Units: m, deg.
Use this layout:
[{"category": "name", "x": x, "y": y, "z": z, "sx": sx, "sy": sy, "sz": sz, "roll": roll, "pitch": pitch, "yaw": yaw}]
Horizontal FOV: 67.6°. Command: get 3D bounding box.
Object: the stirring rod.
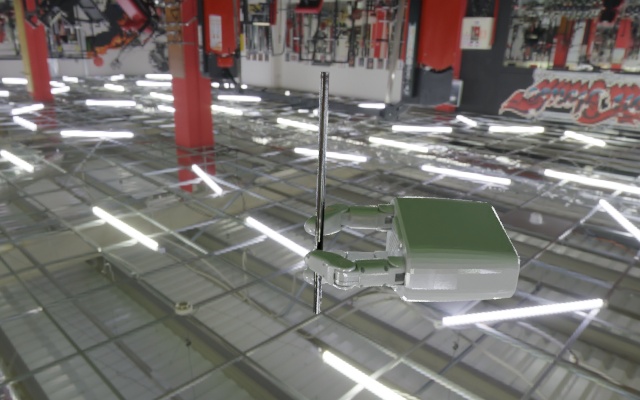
[{"category": "stirring rod", "x": 0.000, "y": 0.001, "z": 0.456, "sx": 0.011, "sy": 0.240, "sz": 0.011, "roll": 2, "pitch": 19, "yaw": -1}]
